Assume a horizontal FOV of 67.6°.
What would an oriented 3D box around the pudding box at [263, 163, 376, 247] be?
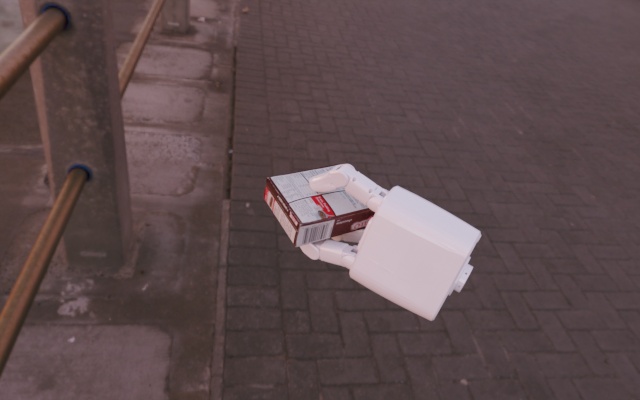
[{"bbox_3d":[0.000,0.002,0.582,0.113,0.039,0.090,-11,46,-31],"label":"pudding box"}]
